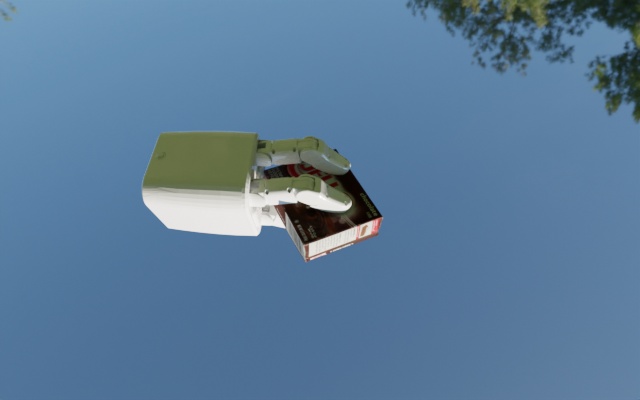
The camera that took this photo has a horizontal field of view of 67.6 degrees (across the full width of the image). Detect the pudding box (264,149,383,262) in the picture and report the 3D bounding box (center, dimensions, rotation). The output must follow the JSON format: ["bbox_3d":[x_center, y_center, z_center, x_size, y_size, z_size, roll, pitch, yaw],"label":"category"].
[{"bbox_3d":[0.000,0.002,0.515,0.090,0.113,0.039,-19,-35,-17],"label":"pudding box"}]
